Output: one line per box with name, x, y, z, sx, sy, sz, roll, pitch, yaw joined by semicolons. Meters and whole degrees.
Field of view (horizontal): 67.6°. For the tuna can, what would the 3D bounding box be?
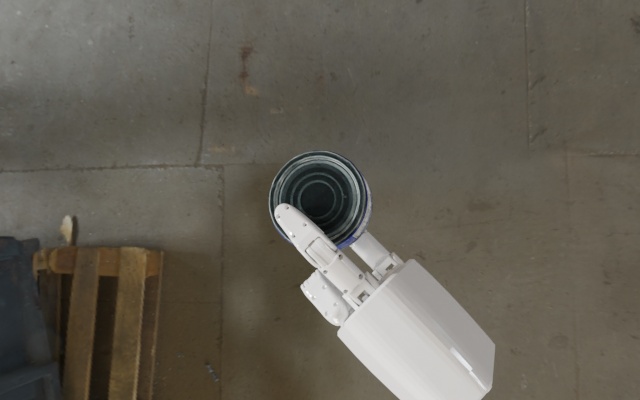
tuna can;0.000;0.001;0.407;0.086;0.086;0.034;0;-9;14
